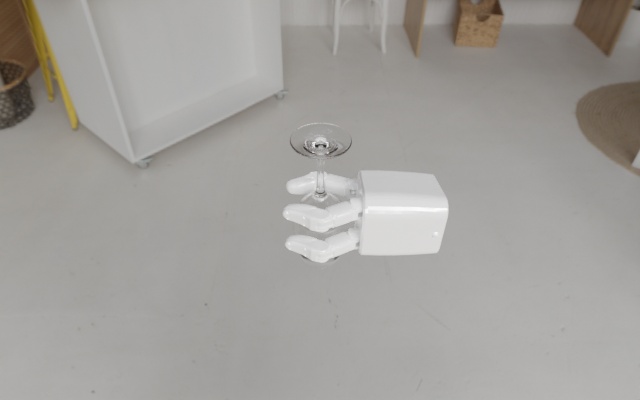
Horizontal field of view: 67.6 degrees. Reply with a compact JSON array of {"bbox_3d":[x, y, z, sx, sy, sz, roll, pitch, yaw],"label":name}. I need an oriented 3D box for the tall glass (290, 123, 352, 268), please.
[{"bbox_3d":[0.000,0.002,0.634,0.079,0.201,0.079,0,42,0],"label":"tall glass"}]
